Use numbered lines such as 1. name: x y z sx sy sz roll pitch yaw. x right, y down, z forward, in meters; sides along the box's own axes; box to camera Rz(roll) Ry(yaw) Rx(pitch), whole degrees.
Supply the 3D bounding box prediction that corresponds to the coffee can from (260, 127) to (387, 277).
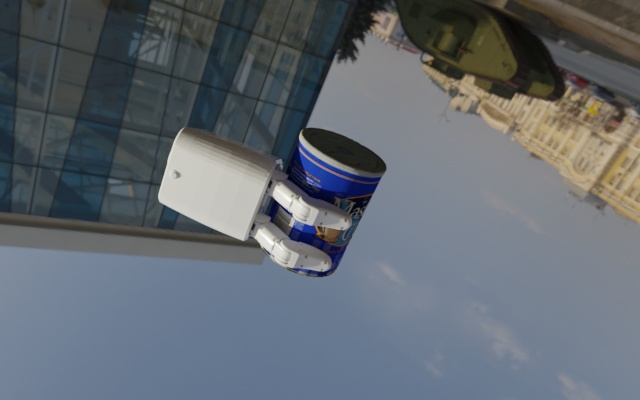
1. coffee can: 0.000 0.002 0.550 0.103 0.140 0.102 20 23 -9
